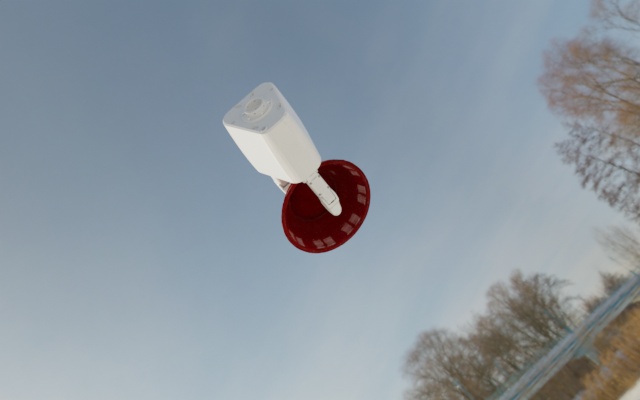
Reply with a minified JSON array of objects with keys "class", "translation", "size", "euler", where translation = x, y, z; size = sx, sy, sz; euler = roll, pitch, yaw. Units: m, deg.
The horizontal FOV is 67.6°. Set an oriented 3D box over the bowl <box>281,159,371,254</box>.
[{"class":"bowl","translation":[0.000,0.003,0.777],"size":[0.162,0.162,0.055],"euler":[0,22,-30]}]
